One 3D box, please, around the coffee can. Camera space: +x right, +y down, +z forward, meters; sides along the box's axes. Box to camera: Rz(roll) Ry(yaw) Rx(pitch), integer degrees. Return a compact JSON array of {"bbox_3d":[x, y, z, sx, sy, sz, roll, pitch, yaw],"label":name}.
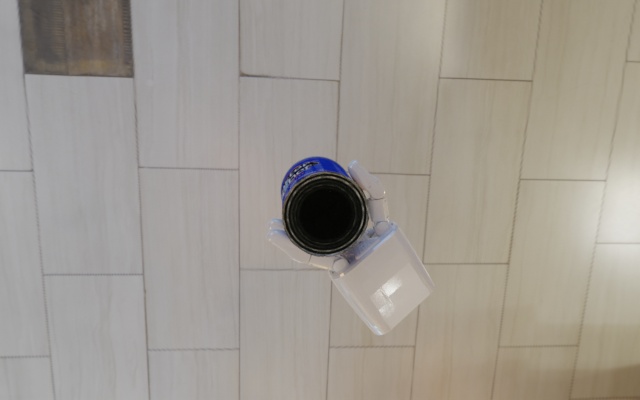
[{"bbox_3d":[0.000,0.002,0.618,0.103,0.103,0.140,0,12,-5],"label":"coffee can"}]
